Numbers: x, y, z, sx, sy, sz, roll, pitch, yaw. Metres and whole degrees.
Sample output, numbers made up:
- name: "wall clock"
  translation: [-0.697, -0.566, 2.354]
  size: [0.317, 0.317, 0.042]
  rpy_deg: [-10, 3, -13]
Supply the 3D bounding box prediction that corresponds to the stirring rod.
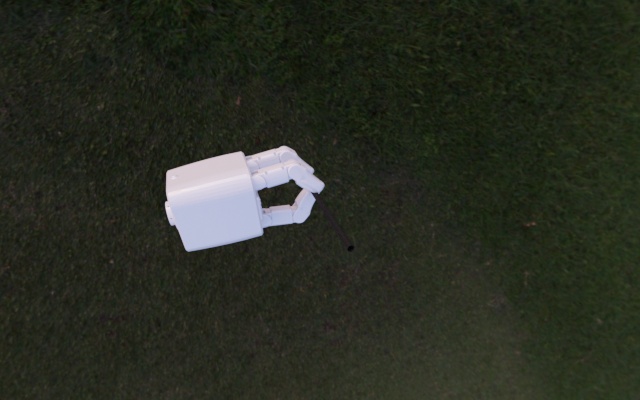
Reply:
- name: "stirring rod"
  translation: [0.000, 0.002, 0.614]
  size: [0.011, 0.011, 0.239]
  rpy_deg: [0, 24, -17]
